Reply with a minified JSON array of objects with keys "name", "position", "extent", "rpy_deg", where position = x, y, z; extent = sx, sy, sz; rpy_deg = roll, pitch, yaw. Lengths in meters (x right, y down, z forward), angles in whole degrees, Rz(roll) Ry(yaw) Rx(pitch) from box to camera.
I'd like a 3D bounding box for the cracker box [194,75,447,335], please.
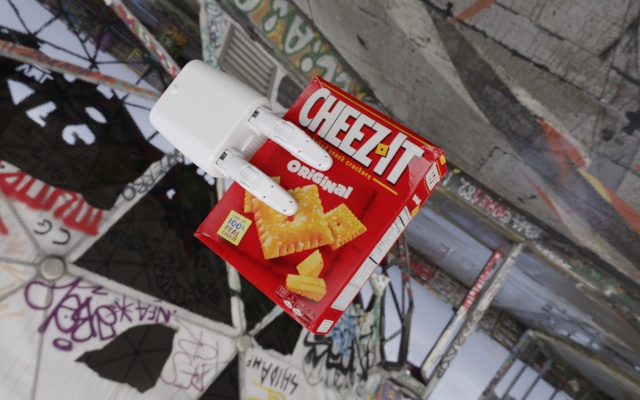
[{"name":"cracker box","position":[0.000,0.002,0.492],"extent":[0.164,0.213,0.072],"rpy_deg":[36,-3,22]}]
